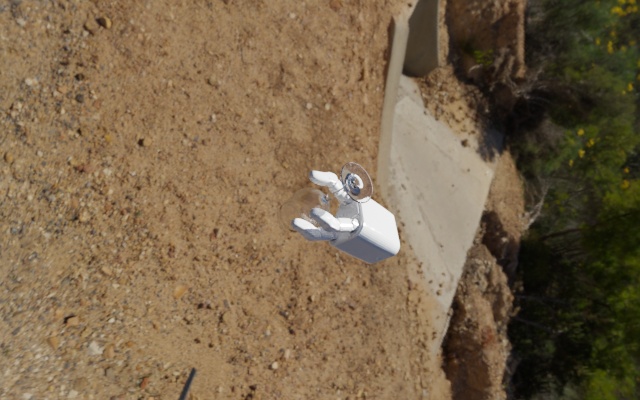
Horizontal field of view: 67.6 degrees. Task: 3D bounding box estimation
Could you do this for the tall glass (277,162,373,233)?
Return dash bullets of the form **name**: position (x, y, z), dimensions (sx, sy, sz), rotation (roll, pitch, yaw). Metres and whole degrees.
- **tall glass**: position (0.000, 0.003, 0.880), dimensions (0.079, 0.079, 0.201), rotation (0, -19, -42)
